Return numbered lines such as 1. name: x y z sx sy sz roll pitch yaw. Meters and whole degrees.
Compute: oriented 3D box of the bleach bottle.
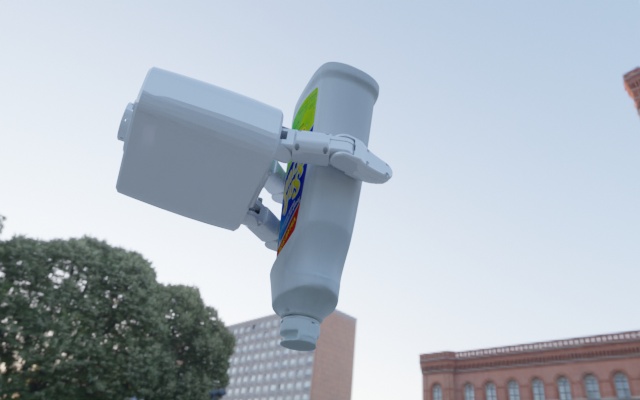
1. bleach bottle: 0.000 0.001 0.422 0.068 0.250 0.103 19 -34 -18
